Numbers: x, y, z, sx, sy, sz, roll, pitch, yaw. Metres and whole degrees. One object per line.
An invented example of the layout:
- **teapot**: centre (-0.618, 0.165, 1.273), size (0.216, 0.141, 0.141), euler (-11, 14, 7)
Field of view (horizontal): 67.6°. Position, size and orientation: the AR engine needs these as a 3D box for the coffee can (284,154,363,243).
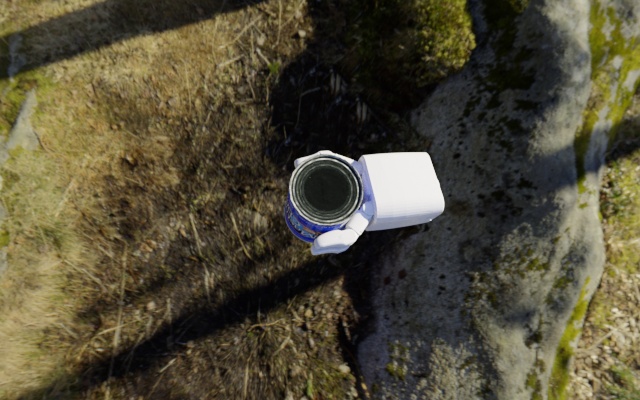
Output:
- **coffee can**: centre (0.000, 0.002, 0.715), size (0.103, 0.102, 0.140), euler (0, -15, -7)
